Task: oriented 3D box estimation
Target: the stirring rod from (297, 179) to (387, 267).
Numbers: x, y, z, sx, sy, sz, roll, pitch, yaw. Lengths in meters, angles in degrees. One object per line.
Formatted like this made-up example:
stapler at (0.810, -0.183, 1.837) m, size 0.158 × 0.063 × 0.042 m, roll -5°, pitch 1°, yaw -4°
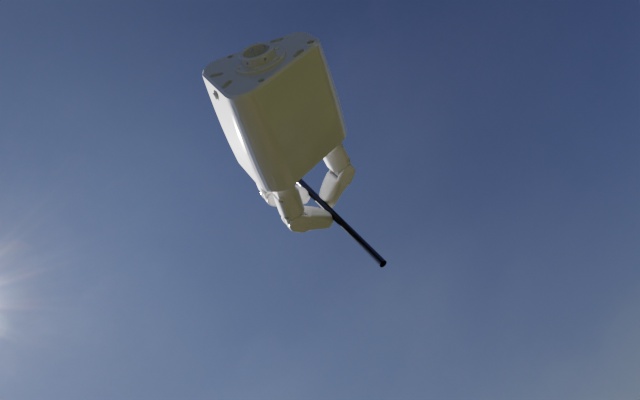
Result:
stirring rod at (0.000, 0.002, 0.542) m, size 0.011 × 0.011 × 0.239 m, roll 0°, pitch 29°, yaw -35°
